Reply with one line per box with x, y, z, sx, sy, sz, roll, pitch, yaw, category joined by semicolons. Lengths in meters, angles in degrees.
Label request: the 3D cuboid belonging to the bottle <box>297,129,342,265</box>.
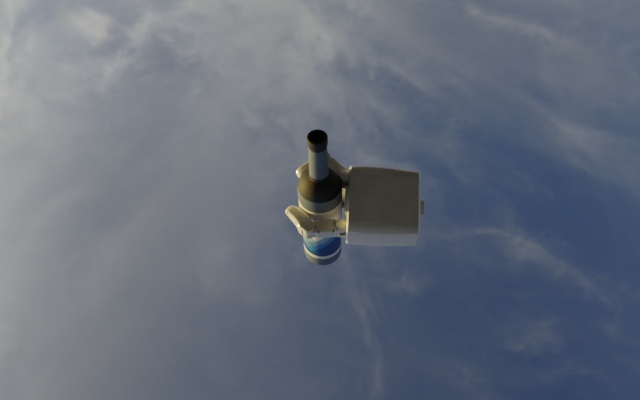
0.000;0.003;0.736;0.069;0.069;0.296;0;-35;2;bottle
